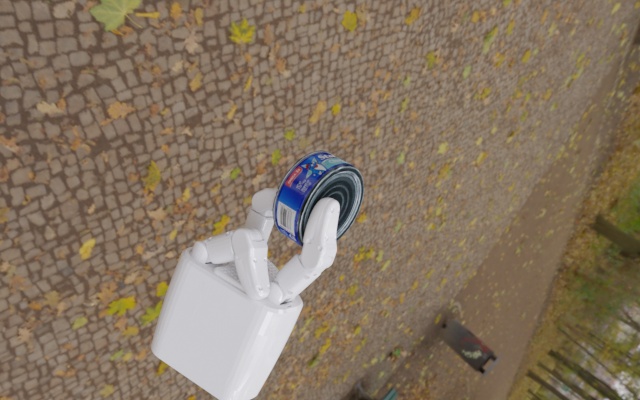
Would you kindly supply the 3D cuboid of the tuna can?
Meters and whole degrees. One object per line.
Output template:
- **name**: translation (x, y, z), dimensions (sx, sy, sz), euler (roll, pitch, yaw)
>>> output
- **tuna can**: translation (0.001, 0.002, 0.425), dimensions (0.033, 0.086, 0.086), euler (30, 18, 34)
